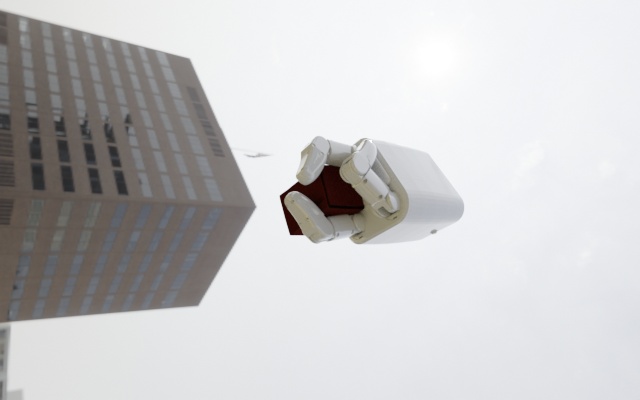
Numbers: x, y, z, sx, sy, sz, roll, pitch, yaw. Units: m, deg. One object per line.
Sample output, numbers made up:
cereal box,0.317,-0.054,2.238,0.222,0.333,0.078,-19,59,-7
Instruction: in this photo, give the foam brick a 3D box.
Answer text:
foam brick,0.000,0.002,0.531,0.051,0.053,0.078,2,-26,-39
